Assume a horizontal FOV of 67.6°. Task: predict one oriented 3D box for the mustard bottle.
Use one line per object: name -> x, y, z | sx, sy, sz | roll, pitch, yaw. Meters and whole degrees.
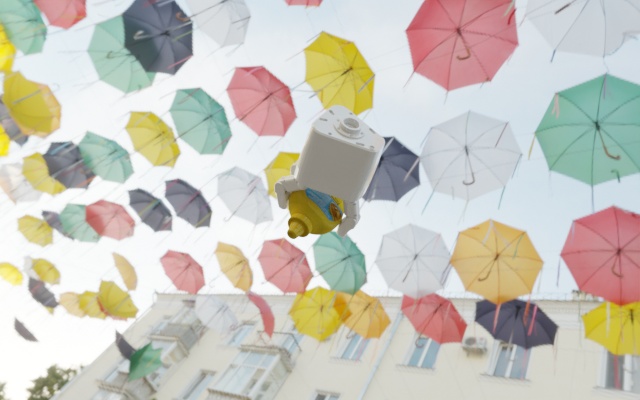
mustard bottle -> 0.000, 0.003, 0.813 | 0.058, 0.096, 0.191 | -35, 10, 45
